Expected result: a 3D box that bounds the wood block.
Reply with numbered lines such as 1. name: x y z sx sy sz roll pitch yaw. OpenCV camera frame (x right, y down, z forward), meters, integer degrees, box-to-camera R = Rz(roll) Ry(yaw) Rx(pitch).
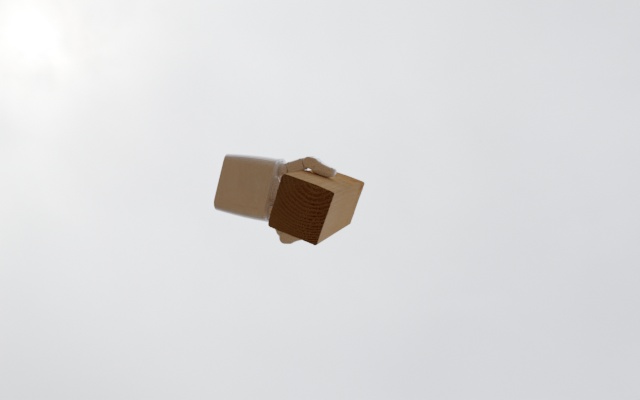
1. wood block: 0.000 0.002 0.827 0.090 0.091 0.206 21 13 15
